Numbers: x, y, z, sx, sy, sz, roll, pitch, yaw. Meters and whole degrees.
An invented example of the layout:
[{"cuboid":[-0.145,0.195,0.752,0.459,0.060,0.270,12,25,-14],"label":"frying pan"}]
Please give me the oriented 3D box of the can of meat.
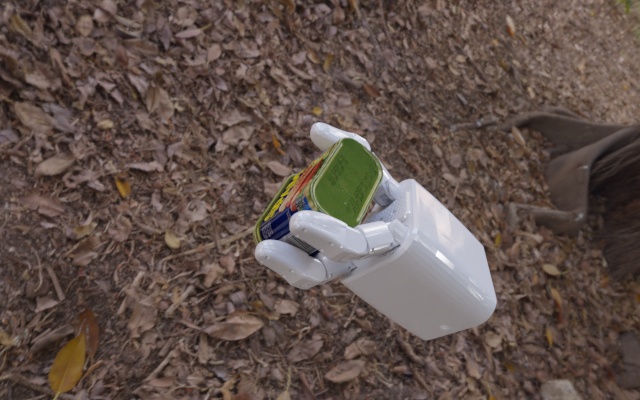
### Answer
[{"cuboid":[0.000,0.001,0.414,0.084,0.057,0.102,-35,17,44],"label":"can of meat"}]
